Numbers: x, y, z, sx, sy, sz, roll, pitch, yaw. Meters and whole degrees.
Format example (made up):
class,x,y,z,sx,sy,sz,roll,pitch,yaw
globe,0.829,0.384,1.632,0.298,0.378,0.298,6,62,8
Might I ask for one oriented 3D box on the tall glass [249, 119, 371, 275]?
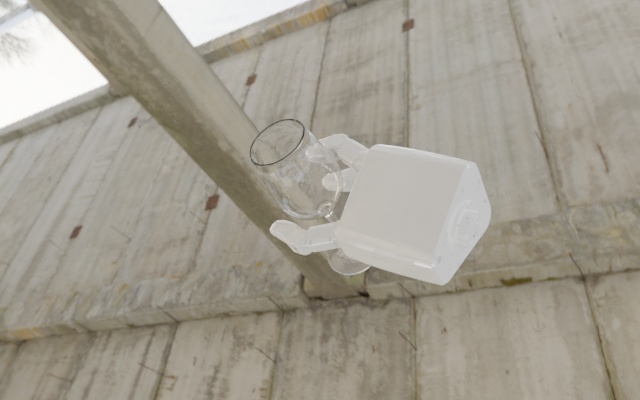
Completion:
class,x,y,z,sx,sy,sz,roll,pitch,yaw
tall glass,0.000,0.002,0.530,0.079,0.079,0.201,0,-36,33
